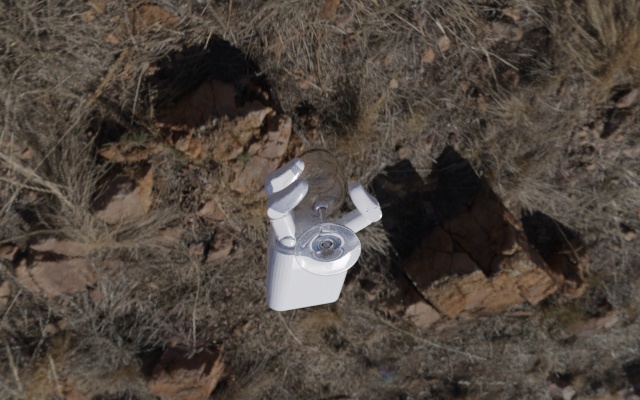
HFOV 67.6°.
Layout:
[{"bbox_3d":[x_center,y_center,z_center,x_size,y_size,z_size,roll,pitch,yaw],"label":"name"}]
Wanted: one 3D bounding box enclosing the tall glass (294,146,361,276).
[{"bbox_3d":[0.000,0.002,0.608,0.079,0.079,0.201,0,33,-5],"label":"tall glass"}]
